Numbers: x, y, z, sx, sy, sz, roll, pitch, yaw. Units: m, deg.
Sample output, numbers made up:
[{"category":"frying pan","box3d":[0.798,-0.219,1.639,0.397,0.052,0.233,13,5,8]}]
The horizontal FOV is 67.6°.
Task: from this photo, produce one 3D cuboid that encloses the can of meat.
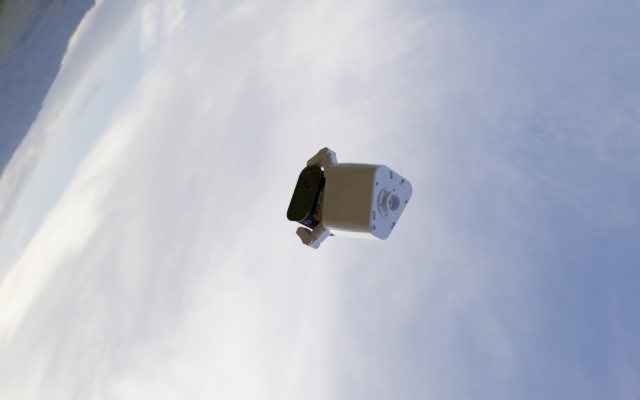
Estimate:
[{"category":"can of meat","box3d":[0.000,0.003,0.821,0.084,0.102,0.057,28,-17,-37]}]
